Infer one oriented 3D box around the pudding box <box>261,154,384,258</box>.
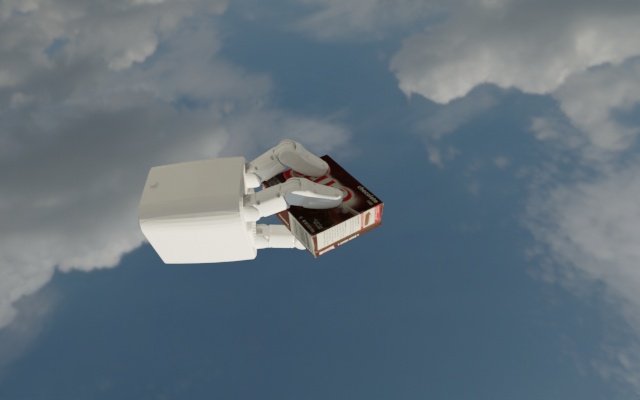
[{"bbox_3d":[0.000,0.002,0.527,0.090,0.039,0.113,-25,47,-22],"label":"pudding box"}]
